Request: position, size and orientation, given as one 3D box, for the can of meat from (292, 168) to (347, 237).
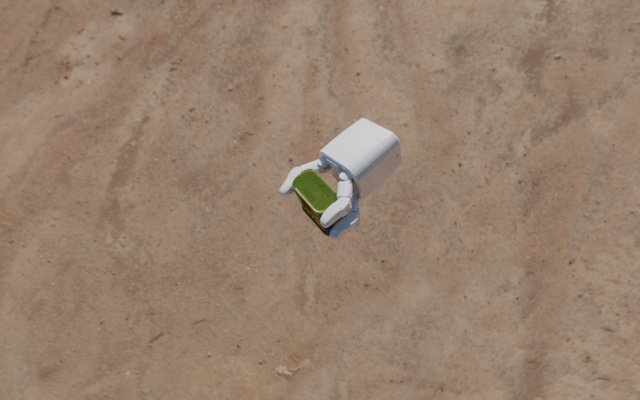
[{"bbox_3d":[0.000,0.003,0.843,0.057,0.102,0.084,-38,-32,-8],"label":"can of meat"}]
